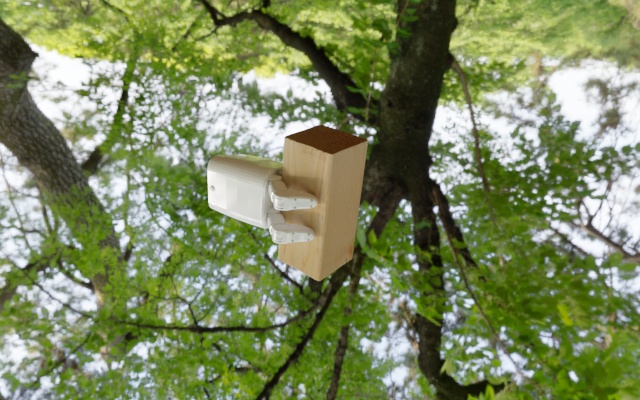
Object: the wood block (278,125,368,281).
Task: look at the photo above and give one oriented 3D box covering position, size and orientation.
[{"bbox_3d":[0.000,0.002,0.724,0.090,0.206,0.091,23,33,31],"label":"wood block"}]
